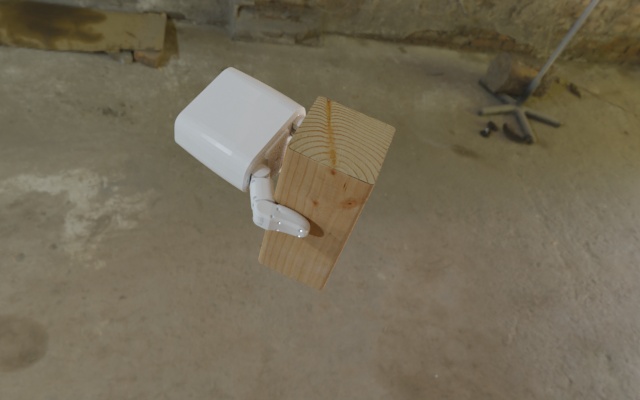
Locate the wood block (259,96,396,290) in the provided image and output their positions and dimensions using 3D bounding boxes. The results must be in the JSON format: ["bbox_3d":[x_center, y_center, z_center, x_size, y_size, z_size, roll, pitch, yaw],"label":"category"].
[{"bbox_3d":[0.000,0.002,0.540,0.090,0.090,0.206,24,-40,3],"label":"wood block"}]
